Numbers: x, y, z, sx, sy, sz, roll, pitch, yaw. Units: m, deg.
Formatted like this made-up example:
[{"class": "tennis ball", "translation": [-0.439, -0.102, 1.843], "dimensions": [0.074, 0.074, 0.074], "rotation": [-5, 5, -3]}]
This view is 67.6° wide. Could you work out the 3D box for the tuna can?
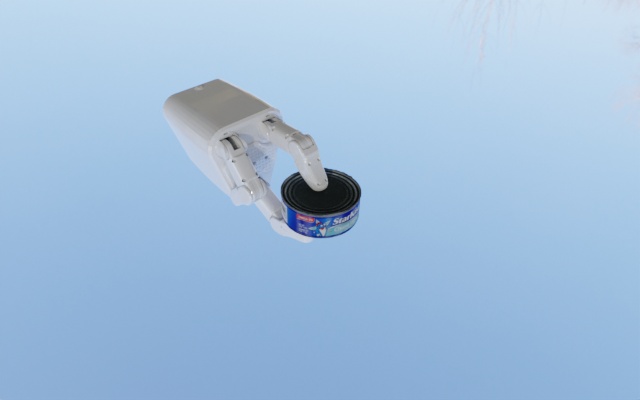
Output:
[{"class": "tuna can", "translation": [0.000, 0.002, 0.513], "dimensions": [0.086, 0.034, 0.086], "rotation": [1, 37, -1]}]
